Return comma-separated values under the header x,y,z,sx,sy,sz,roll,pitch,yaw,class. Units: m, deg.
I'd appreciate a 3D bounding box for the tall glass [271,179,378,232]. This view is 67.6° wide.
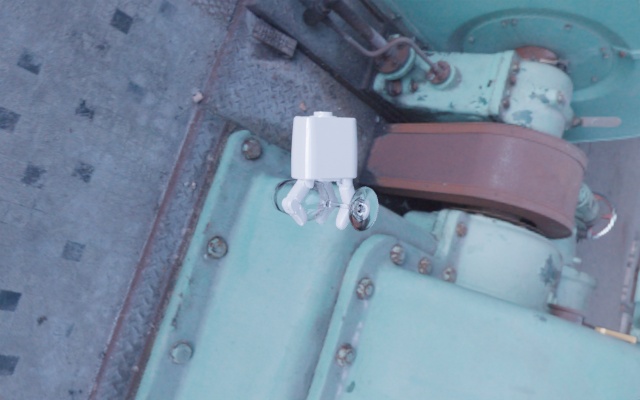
x,y,z,sx,sy,sz,roll,pitch,yaw,class
0.001,0.003,0.845,0.201,0.079,0.079,9,6,44,tall glass
